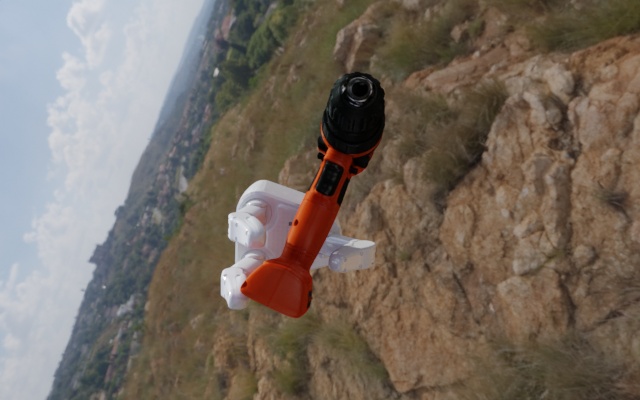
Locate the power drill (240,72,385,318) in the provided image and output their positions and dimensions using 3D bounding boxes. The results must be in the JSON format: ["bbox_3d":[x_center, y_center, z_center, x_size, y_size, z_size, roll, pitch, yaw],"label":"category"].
[{"bbox_3d":[0.000,0.002,0.402,0.057,0.187,0.184,25,-8,6],"label":"power drill"}]
